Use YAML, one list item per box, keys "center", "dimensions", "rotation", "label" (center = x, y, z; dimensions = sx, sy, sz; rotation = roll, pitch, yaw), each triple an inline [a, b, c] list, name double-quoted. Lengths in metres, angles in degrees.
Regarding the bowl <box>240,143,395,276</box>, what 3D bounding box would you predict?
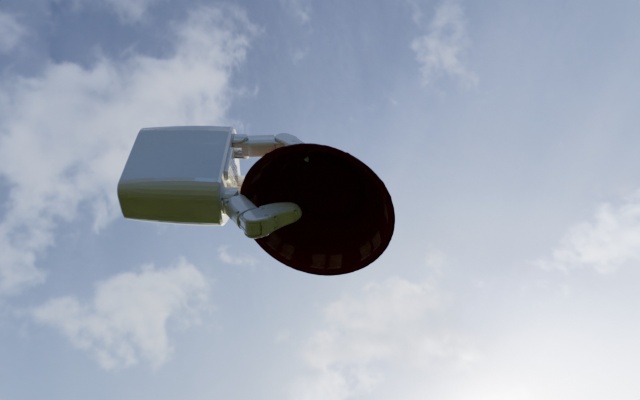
- center: [0.001, 0.002, 0.505]
  dimensions: [0.162, 0.162, 0.055]
  rotation: [0, 33, 15]
  label: "bowl"
